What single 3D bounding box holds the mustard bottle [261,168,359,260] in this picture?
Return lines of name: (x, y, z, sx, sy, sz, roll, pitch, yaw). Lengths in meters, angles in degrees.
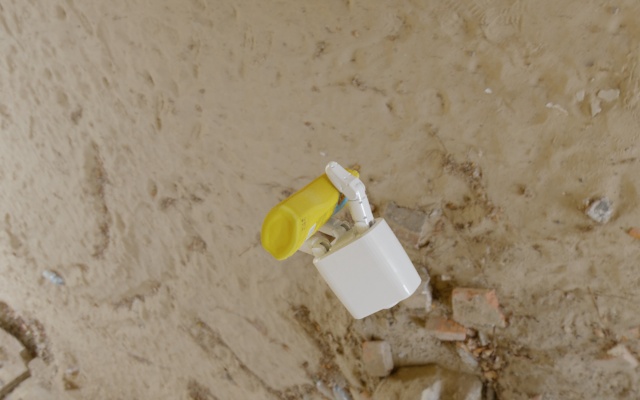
mustard bottle: (0.000, 0.002, 0.674, 0.058, 0.096, 0.191, 39, 44, 13)
